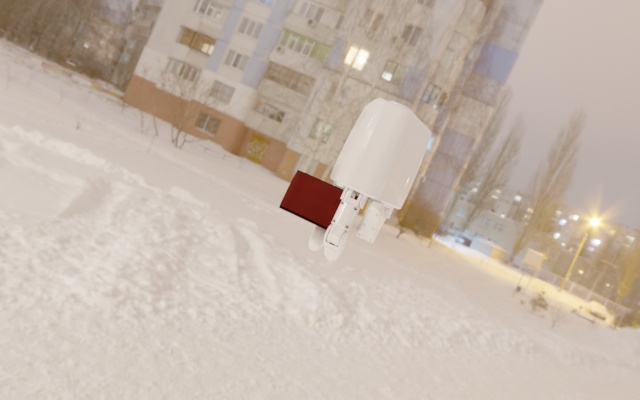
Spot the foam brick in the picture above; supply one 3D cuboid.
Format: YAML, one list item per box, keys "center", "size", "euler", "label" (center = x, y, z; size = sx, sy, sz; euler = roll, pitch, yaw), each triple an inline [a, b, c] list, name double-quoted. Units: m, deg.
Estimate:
- center: [0.000, 0.002, 0.585]
  size: [0.078, 0.051, 0.053]
  euler: [25, 4, 12]
  label: "foam brick"
